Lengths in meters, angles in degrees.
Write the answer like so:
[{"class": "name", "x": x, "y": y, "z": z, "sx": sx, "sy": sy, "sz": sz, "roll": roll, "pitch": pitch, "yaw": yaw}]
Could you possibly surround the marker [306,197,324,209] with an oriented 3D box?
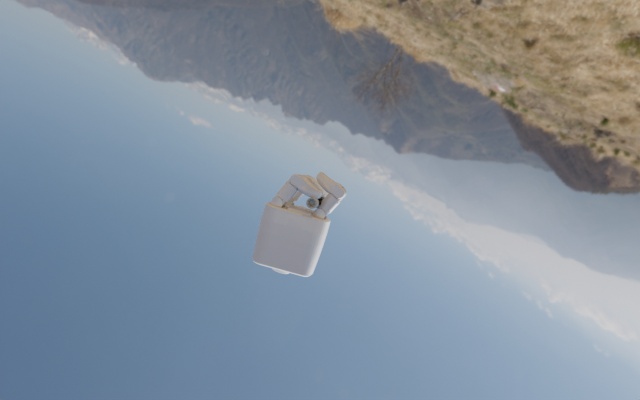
[{"class": "marker", "x": 0.000, "y": 0.003, "z": 0.849, "sx": 0.020, "sy": 0.020, "sz": 0.121, "roll": 0, "pitch": 2, "yaw": 14}]
